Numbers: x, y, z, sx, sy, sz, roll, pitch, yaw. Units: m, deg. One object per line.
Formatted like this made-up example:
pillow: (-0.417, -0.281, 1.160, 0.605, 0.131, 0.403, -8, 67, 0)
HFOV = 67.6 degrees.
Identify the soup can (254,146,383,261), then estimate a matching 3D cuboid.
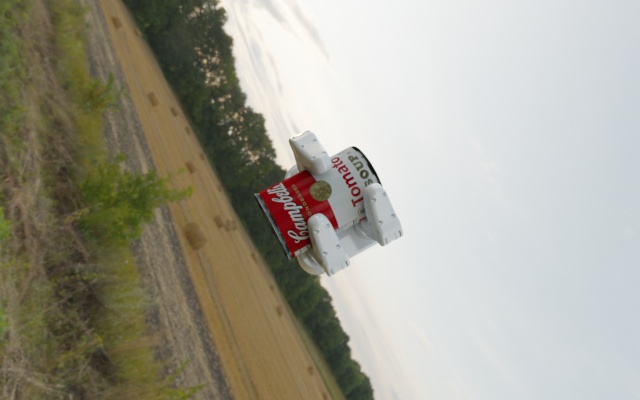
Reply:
soup can: (0.000, 0.001, 0.437, 0.102, 0.068, 0.068, -28, 4, -9)
